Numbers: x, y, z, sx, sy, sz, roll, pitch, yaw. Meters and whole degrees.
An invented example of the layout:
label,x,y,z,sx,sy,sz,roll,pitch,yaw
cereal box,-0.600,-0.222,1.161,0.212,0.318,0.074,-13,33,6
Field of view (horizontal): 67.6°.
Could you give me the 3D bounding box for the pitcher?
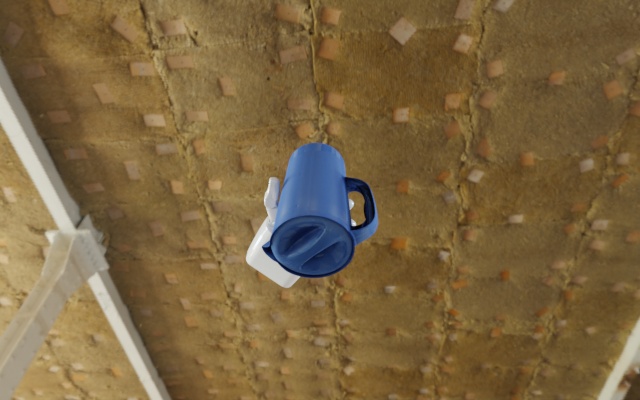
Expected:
label,x,y,z,sx,sy,sz,roll,pitch,yaw
pitcher,0.000,0.003,0.824,0.149,0.145,0.242,23,35,-15
